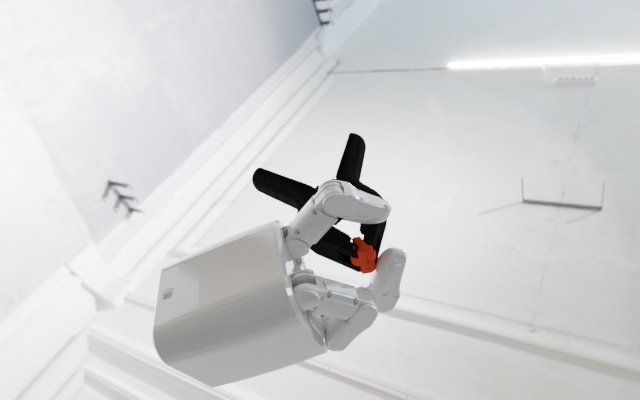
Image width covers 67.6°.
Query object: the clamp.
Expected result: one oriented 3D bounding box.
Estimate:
[{"bbox_3d":[0.000,0.002,0.435,0.120,0.039,0.171,-20,38,4],"label":"clamp"}]
